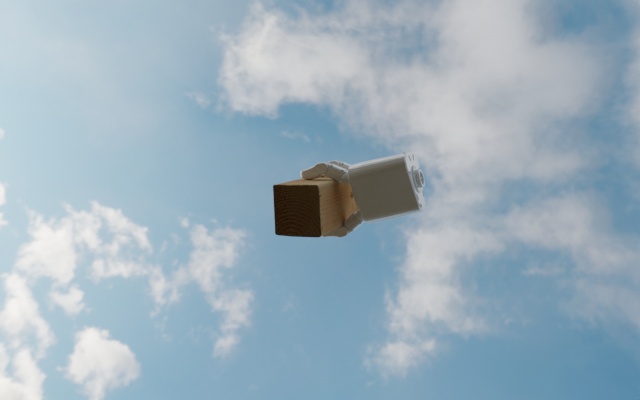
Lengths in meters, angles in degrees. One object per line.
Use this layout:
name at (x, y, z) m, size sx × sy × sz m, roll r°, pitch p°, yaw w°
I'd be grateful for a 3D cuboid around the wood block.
wood block at (0.001, 0.003, 0.897) m, size 0.090 × 0.091 × 0.206 m, roll 1°, pitch 8°, yaw 24°
